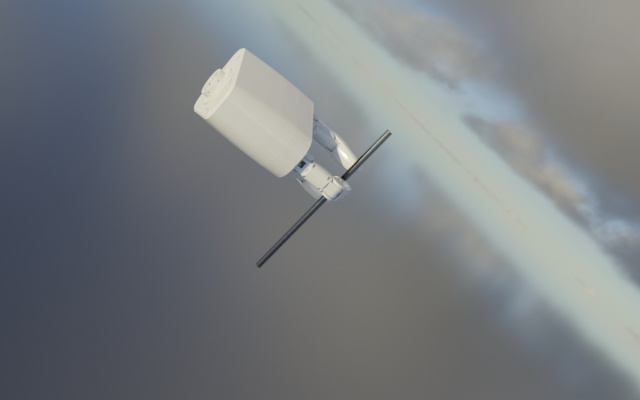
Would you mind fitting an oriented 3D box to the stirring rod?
[{"bbox_3d":[0.000,0.002,0.593,0.239,0.011,0.011,-46,-15,15],"label":"stirring rod"}]
